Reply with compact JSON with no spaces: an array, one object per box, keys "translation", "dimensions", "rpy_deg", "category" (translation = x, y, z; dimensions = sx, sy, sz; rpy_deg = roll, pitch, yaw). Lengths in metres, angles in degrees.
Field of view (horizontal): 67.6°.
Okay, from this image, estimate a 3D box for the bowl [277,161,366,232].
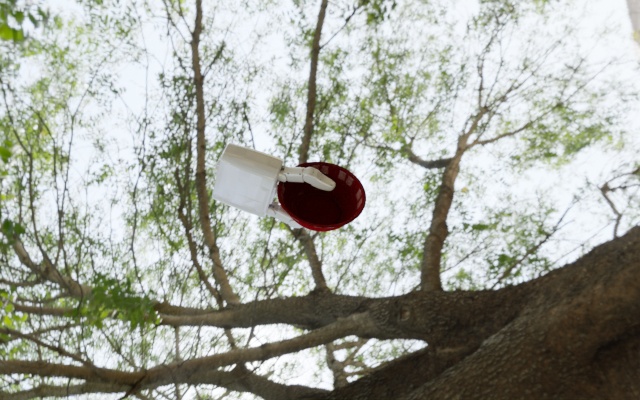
[{"translation":[0.001,0.004,0.872],"dimensions":[0.162,0.162,0.055],"rpy_deg":[0,-42,-8],"category":"bowl"}]
